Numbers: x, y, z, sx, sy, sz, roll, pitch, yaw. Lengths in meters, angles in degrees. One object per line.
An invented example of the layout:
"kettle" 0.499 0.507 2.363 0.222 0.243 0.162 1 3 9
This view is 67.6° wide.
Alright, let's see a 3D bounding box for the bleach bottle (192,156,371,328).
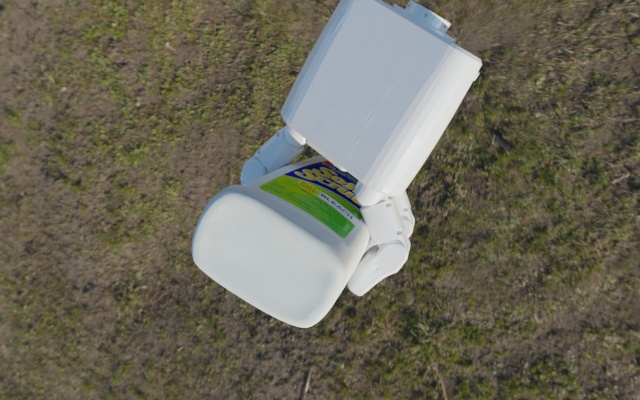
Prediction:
"bleach bottle" 0.000 0.001 0.403 0.102 0.068 0.250 32 23 4
